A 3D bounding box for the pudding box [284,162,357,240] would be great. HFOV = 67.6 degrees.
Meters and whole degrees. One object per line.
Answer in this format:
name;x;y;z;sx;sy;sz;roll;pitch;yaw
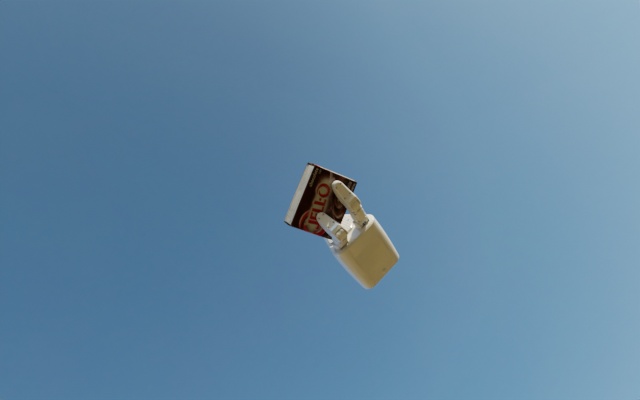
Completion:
pudding box;0.000;0.003;0.818;0.090;0.113;0.039;20;0;-29
